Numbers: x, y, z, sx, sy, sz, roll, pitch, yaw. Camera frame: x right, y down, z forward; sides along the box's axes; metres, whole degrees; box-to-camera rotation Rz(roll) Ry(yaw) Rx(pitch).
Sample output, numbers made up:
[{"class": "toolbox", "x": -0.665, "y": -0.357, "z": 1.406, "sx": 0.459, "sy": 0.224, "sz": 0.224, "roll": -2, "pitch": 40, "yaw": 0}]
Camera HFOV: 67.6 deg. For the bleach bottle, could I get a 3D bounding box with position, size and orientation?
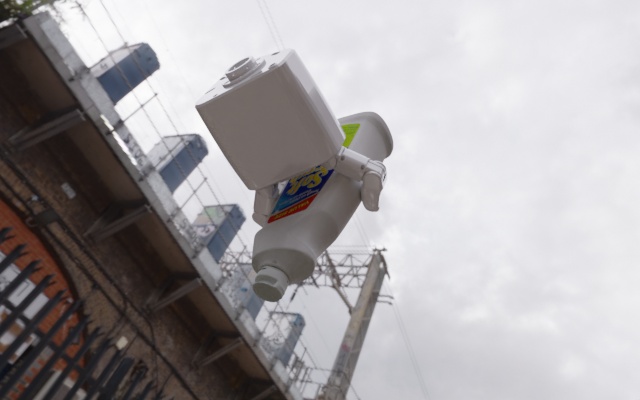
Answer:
[{"class": "bleach bottle", "x": 0.000, "y": 0.002, "z": 0.515, "sx": 0.102, "sy": 0.068, "sz": 0.250, "roll": -10, "pitch": 36, "yaw": 33}]
